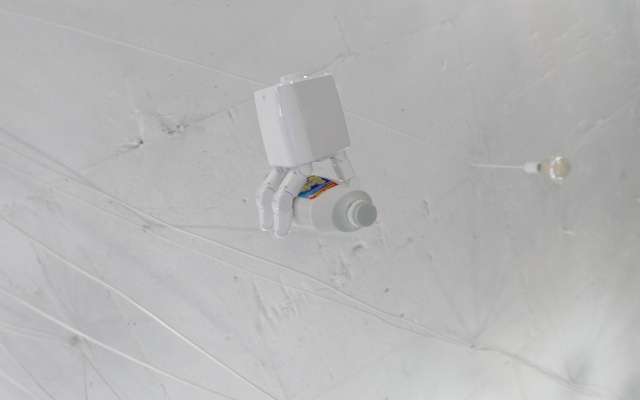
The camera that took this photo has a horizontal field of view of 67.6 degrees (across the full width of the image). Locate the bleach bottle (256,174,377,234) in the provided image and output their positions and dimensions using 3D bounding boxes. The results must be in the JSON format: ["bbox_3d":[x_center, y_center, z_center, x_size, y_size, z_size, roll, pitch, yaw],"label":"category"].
[{"bbox_3d":[0.000,0.002,0.658,0.102,0.068,0.251,-21,15,-25],"label":"bleach bottle"}]
